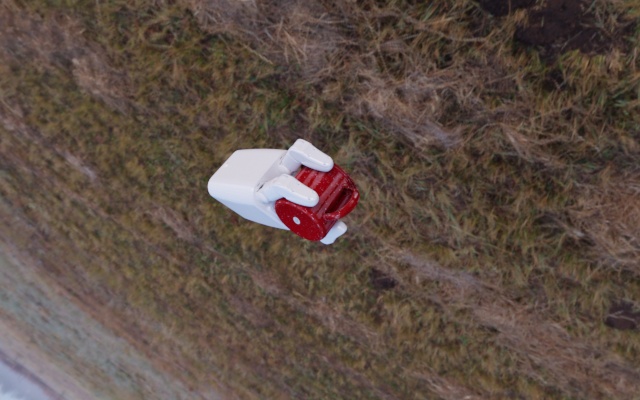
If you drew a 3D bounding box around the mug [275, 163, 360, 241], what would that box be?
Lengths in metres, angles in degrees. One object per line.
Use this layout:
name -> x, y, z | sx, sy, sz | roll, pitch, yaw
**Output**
mug -> 0.001, 0.002, 0.642 | 0.117, 0.081, 0.093 | 8, -39, 42
